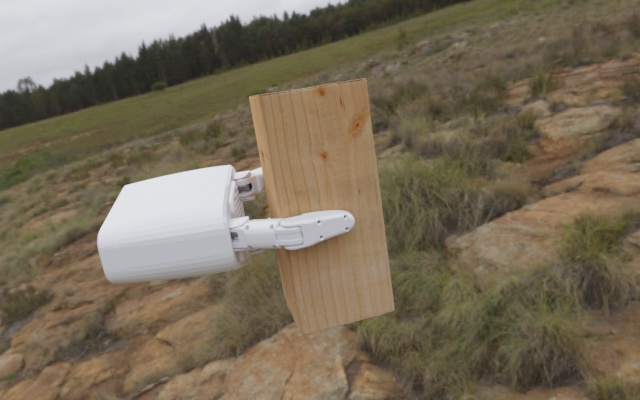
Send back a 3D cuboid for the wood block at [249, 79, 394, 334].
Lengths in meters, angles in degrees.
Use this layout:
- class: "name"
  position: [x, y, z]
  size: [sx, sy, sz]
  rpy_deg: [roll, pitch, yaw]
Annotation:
- class: "wood block"
  position: [0.000, 0.001, 0.438]
  size: [0.090, 0.206, 0.091]
  rpy_deg: [-12, 14, -11]
